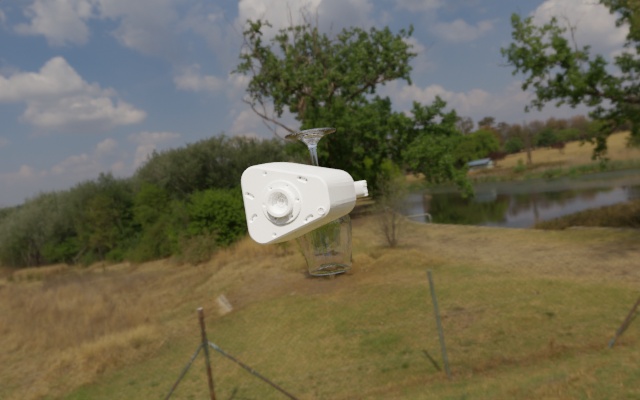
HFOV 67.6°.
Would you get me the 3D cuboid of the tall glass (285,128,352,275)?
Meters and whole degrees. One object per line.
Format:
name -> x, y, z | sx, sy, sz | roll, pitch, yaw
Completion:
tall glass -> 0.000, 0.002, 0.682 | 0.079, 0.201, 0.079 | -9, 1, 0
